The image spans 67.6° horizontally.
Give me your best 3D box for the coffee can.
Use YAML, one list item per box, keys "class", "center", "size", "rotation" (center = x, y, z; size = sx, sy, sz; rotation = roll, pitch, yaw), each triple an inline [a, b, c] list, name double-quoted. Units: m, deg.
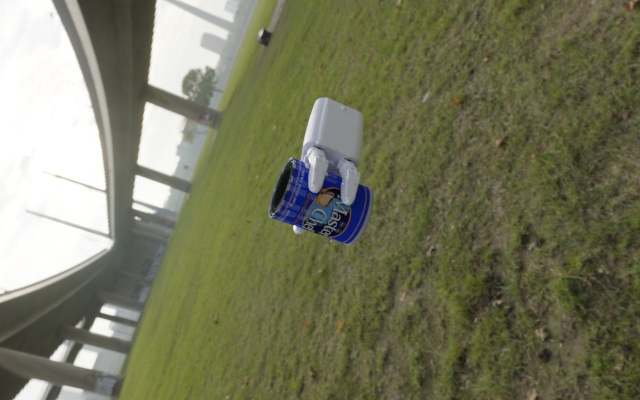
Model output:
- class: "coffee can"
  center: [0.000, 0.003, 0.770]
  size: [0.140, 0.103, 0.103]
  rotation: [21, -6, -16]
